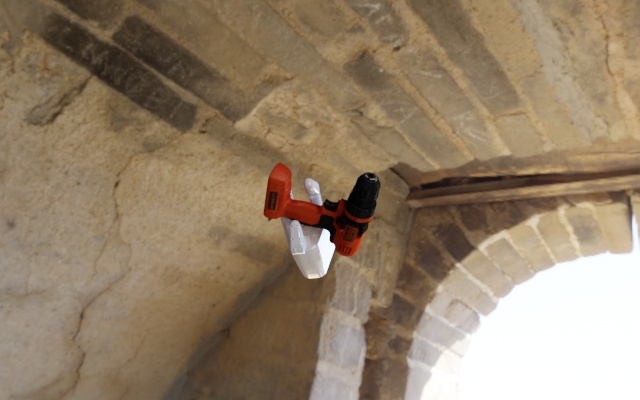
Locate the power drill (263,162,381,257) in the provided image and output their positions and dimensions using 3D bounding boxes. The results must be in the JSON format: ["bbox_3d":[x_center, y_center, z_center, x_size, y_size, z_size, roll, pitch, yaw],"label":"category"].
[{"bbox_3d":[0.000,0.003,0.823,0.187,0.185,0.057,22,41,8],"label":"power drill"}]
